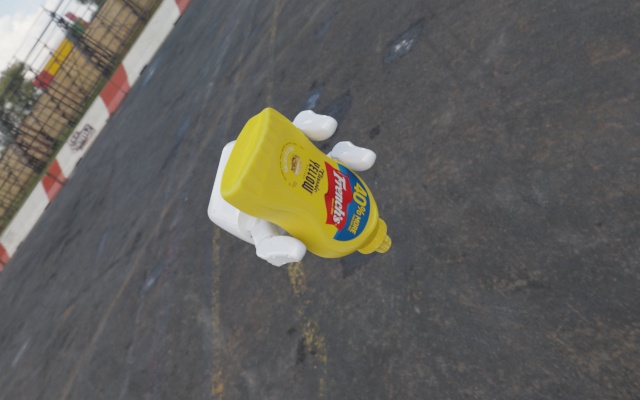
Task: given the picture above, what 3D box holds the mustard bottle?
[{"bbox_3d":[0.000,0.001,0.466,0.192,0.096,0.058,35,-37,-29],"label":"mustard bottle"}]
